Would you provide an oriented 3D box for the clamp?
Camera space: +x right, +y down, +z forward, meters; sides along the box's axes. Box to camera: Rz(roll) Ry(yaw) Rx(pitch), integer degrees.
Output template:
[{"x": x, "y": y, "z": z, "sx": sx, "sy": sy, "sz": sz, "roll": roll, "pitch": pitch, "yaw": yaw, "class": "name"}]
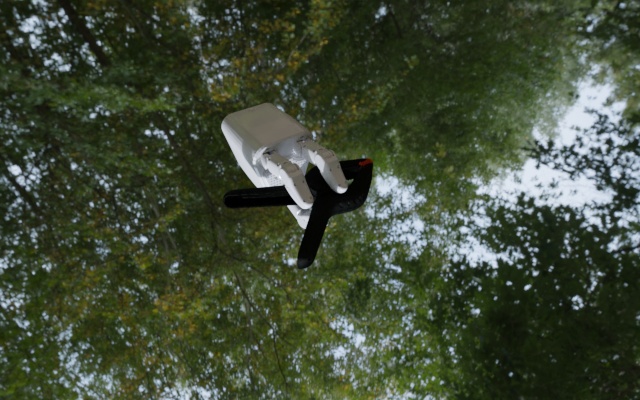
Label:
[{"x": 0.000, "y": 0.002, "z": 0.629, "sx": 0.210, "sy": 0.036, "sz": 0.164, "roll": -24, "pitch": 46, "yaw": -27, "class": "clamp"}]
